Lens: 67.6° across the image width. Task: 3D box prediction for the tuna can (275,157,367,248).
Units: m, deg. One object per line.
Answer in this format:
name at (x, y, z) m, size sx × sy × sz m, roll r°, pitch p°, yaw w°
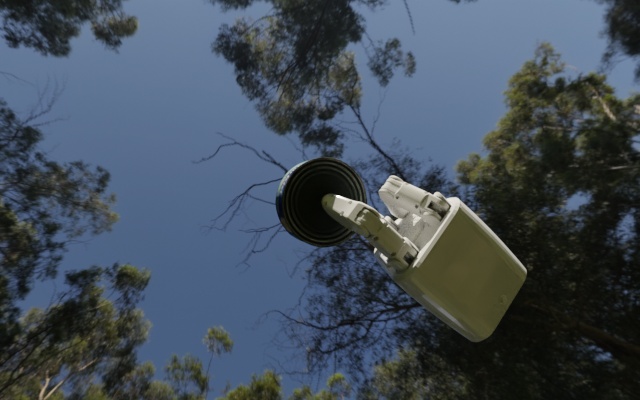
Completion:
tuna can at (0.000, 0.001, 0.468) m, size 0.086 × 0.086 × 0.034 m, roll 0°, pitch 1°, yaw -19°
